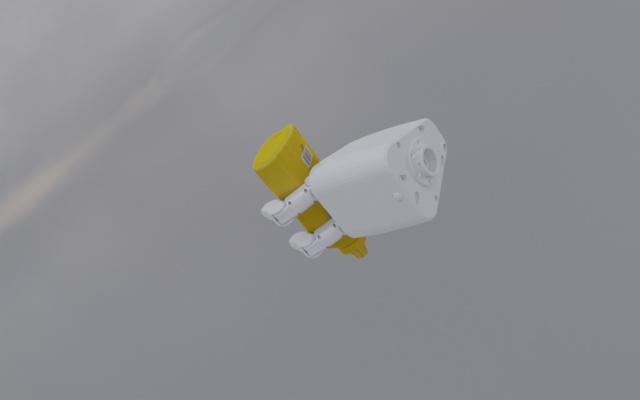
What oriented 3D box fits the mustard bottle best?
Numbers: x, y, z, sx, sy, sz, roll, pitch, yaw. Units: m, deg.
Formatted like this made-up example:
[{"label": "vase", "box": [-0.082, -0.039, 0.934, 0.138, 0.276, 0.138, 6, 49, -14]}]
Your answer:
[{"label": "mustard bottle", "box": [0.000, 0.002, 0.595, 0.058, 0.192, 0.096, -30, 24, 24]}]
